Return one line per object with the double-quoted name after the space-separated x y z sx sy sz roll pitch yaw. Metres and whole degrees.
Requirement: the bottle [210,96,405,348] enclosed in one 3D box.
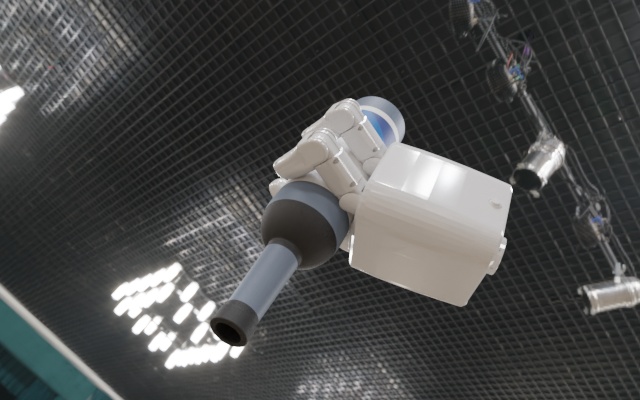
0.000 0.001 0.407 0.069 0.069 0.295 0 34 29 "bottle"
